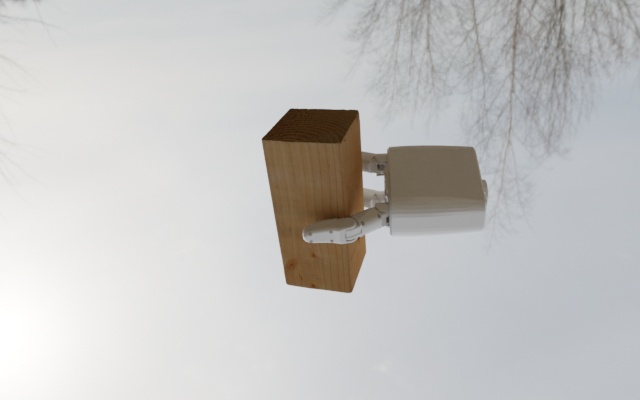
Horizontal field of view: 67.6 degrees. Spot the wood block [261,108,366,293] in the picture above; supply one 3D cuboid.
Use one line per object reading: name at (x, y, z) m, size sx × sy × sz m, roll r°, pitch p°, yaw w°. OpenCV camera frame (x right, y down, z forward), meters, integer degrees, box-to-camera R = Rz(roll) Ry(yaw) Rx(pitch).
wood block at (0.000, 0.002, 0.581) m, size 0.090 × 0.206 × 0.090 m, roll 5°, pitch 33°, yaw 17°
